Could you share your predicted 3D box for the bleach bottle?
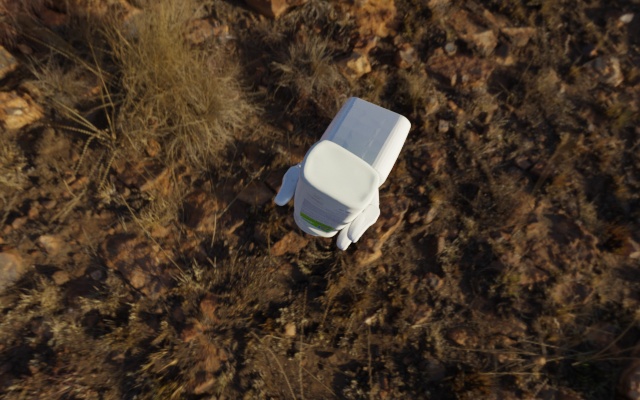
[{"bbox_3d":[0.000,0.002,0.700,0.102,0.068,0.251,30,-20,-3],"label":"bleach bottle"}]
